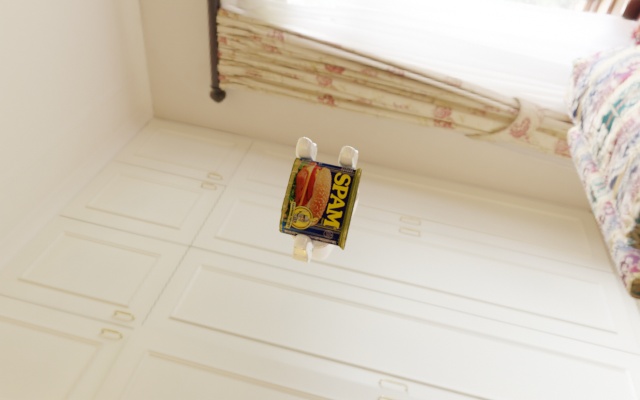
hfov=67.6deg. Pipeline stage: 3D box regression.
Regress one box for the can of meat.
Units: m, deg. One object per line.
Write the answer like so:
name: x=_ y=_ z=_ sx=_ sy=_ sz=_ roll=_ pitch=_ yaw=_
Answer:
can of meat: x=0.000 y=0.002 z=0.597 sx=0.084 sy=0.102 sz=0.057 roll=13 pitch=-14 yaw=6
